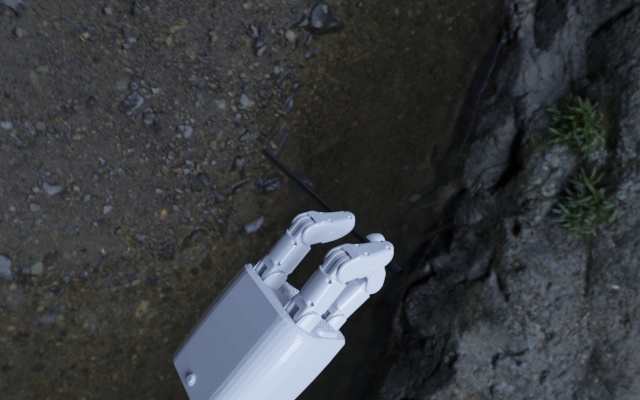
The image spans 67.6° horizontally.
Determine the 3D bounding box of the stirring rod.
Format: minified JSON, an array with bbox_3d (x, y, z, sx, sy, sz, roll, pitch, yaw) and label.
[{"bbox_3d":[0.000,0.002,0.472,0.011,0.011,0.239,0,29,-38],"label":"stirring rod"}]
